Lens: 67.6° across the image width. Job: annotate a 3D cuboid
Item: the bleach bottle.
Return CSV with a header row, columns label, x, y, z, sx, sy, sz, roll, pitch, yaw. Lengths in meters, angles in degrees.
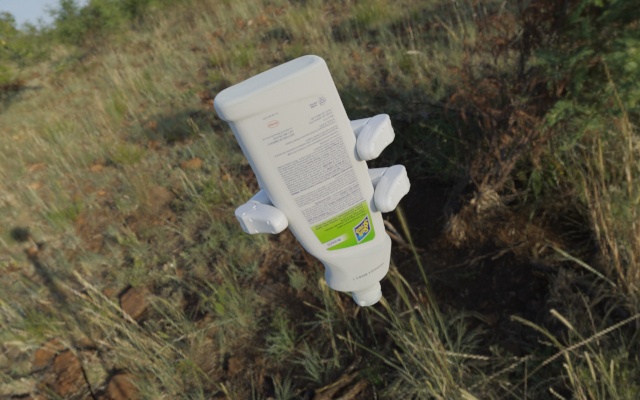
label,x,y,z,sx,sy,sz,roll,pitch,yaw
bleach bottle,0.000,0.001,0.450,0.102,0.251,0.068,-24,26,-3
